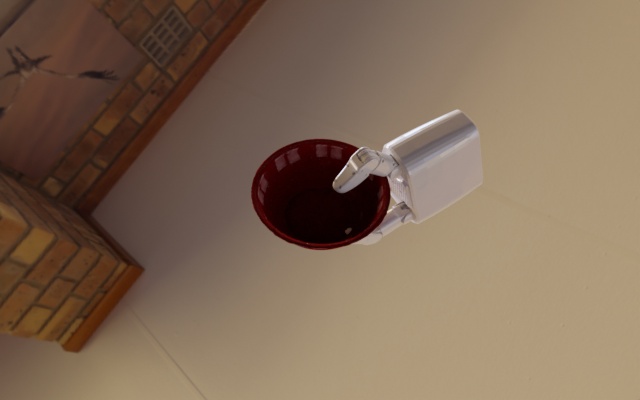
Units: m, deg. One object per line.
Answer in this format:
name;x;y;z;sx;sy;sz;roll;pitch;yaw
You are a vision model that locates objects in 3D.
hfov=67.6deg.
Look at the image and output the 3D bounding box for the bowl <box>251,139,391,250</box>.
bowl;-0.001;0.002;0.573;0.162;0.162;0.055;0;-37;-2
